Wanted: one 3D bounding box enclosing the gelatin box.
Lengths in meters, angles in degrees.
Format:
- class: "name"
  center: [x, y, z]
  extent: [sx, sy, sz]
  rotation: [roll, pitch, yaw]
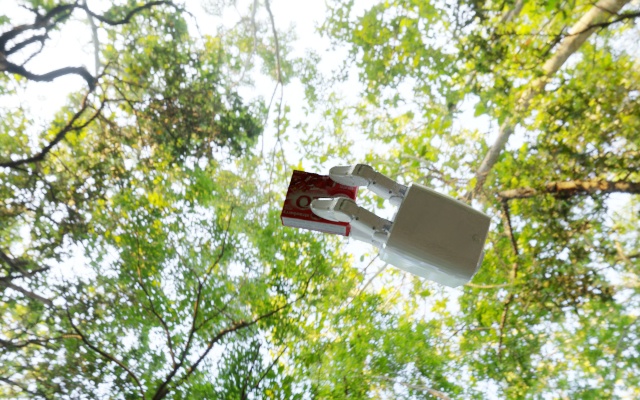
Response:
- class: "gelatin box"
  center: [0.000, 0.002, 0.610]
  extent: [0.089, 0.073, 0.030]
  rotation: [9, -31, 8]
